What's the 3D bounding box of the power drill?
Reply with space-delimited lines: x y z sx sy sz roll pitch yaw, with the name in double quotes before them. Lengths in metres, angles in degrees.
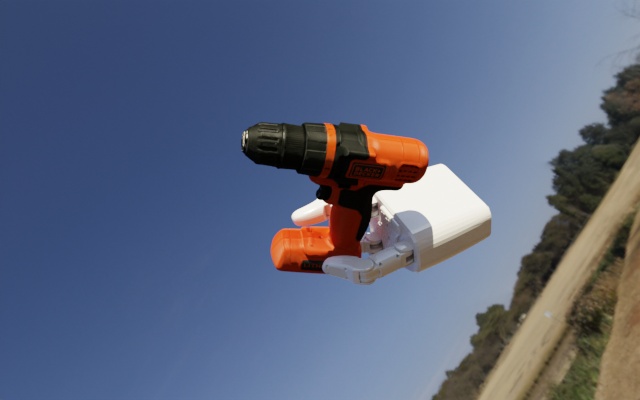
"power drill" 0.000 0.002 0.504 0.184 0.057 0.188 6 -45 -14
